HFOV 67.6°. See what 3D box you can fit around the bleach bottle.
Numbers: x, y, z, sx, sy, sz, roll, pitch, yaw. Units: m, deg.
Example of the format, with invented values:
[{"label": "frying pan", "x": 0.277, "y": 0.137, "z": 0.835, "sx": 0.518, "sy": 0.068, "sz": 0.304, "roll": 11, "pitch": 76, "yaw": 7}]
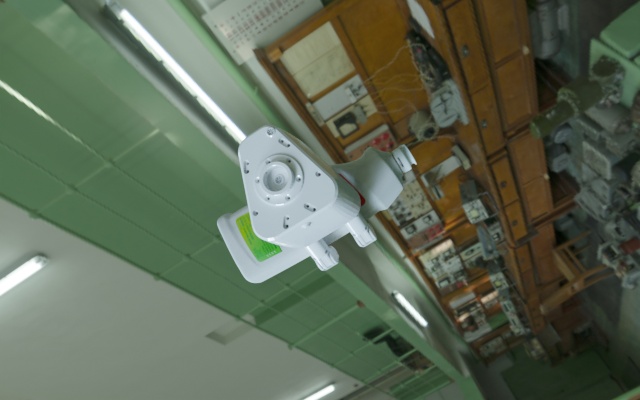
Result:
[{"label": "bleach bottle", "x": 0.000, "y": 0.002, "z": 0.600, "sx": 0.251, "sy": 0.102, "sz": 0.068, "roll": -32, "pitch": -14, "yaw": 9}]
